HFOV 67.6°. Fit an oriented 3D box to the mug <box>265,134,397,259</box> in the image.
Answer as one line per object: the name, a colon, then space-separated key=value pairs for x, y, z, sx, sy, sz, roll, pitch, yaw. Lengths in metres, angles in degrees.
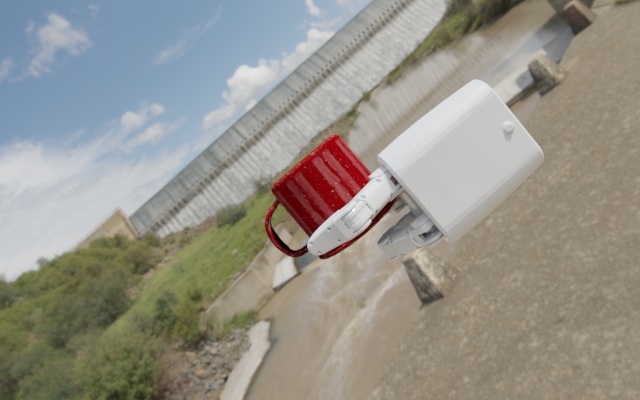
mug: x=-0.001 y=0.002 z=0.442 sx=0.117 sy=0.081 sz=0.093 roll=-40 pitch=5 yaw=2
